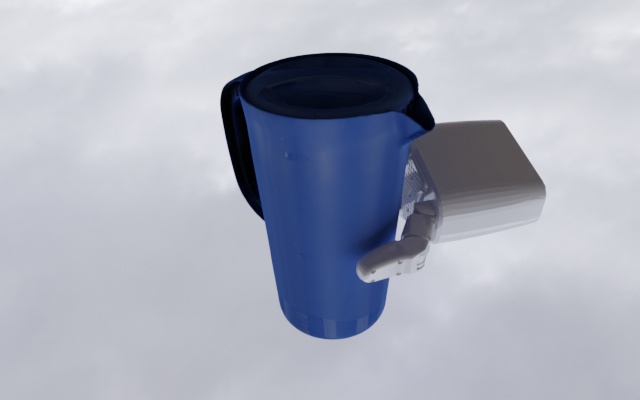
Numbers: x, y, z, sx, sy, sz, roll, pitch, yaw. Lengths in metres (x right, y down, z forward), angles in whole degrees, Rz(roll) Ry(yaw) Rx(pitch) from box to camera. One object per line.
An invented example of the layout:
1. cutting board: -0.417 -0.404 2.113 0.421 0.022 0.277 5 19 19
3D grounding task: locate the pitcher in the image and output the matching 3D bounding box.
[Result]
1. pitcher: 0.000 0.001 0.424 0.145 0.243 0.149 -10 36 -12
